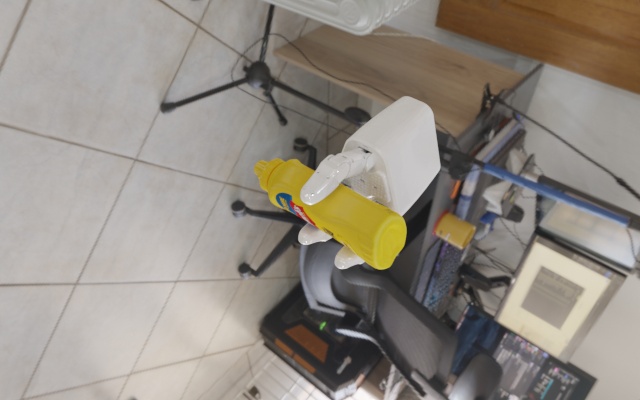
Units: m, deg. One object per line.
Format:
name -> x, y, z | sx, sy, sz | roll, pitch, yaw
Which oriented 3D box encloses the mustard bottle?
mustard bottle -> 0.000, 0.002, 0.530 | 0.191, 0.058, 0.096 | 31, -10, 27
